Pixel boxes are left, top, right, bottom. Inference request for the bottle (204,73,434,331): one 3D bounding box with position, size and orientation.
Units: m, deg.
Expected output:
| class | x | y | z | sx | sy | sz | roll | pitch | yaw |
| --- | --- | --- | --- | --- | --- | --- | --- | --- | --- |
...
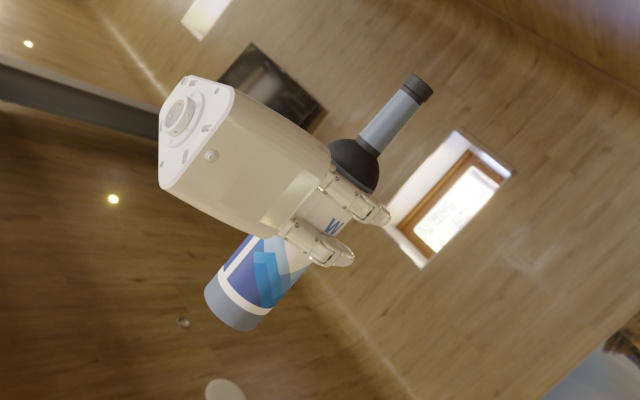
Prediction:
| class | x | y | z | sx | sy | sz | roll | pitch | yaw |
| --- | --- | --- | --- | --- | --- | --- | --- | --- | --- |
| bottle | 0.000 | 0.002 | 0.467 | 0.069 | 0.296 | 0.069 | 39 | 12 | -10 |
